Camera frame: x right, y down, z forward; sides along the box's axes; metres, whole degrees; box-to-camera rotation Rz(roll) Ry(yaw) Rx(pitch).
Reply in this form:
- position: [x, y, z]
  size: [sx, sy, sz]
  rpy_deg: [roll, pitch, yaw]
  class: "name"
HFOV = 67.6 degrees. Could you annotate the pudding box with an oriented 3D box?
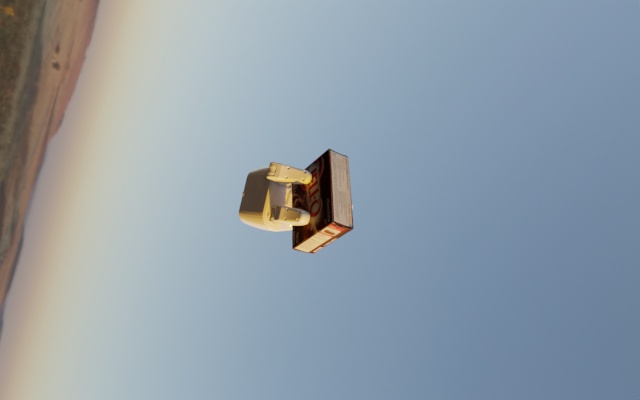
- position: [0.000, 0.002, 0.629]
  size: [0.039, 0.113, 0.090]
  rpy_deg: [16, -35, -32]
  class: "pudding box"
